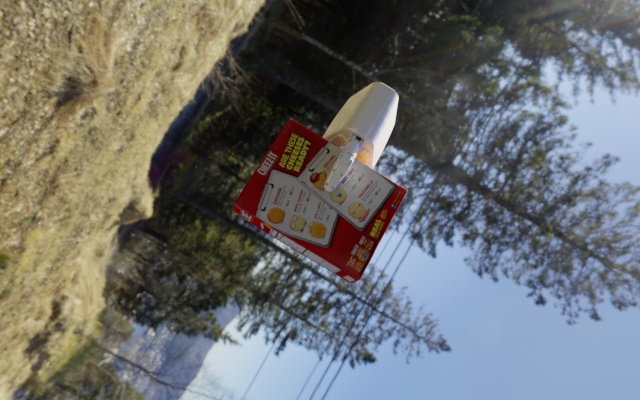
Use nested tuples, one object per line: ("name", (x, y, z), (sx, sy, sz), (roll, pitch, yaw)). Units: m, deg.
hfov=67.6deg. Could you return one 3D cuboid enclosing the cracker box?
("cracker box", (0.000, 0.002, 0.734), (0.214, 0.164, 0.072), (31, -19, -2))
